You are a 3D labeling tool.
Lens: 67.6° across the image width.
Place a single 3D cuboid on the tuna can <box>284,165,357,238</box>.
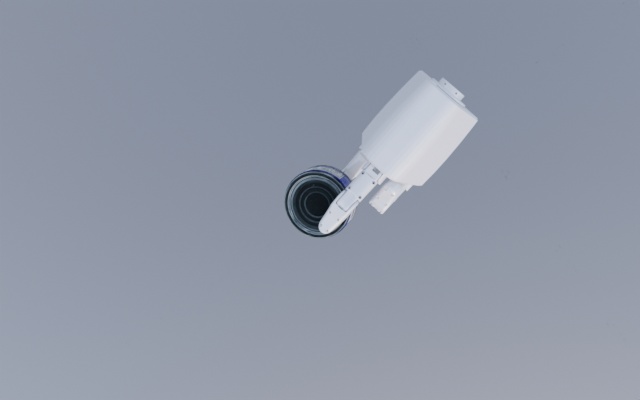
[{"bbox_3d":[0.000,0.002,0.581,0.086,0.086,0.033,0,14,19],"label":"tuna can"}]
